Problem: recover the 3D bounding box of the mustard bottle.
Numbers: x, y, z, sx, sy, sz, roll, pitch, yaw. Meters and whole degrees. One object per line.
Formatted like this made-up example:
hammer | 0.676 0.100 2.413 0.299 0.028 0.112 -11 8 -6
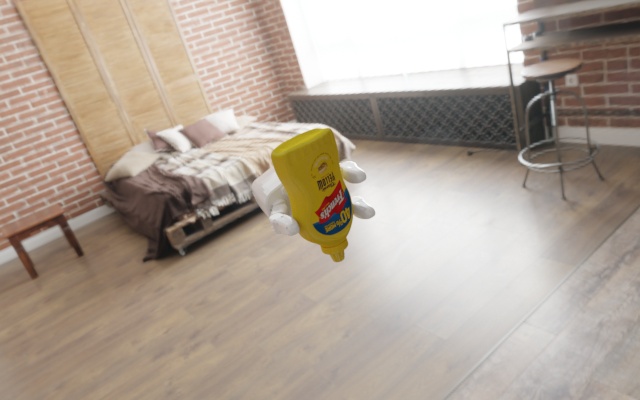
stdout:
mustard bottle | 0.000 0.002 0.671 0.058 0.192 0.096 6 31 45
